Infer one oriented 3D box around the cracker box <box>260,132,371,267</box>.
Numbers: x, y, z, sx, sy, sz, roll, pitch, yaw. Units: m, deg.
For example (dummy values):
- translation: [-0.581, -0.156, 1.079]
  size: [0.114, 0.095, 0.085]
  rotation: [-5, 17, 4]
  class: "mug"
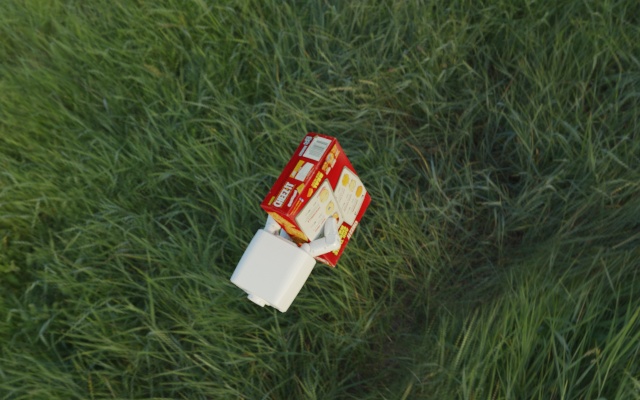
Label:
- translation: [0.000, 0.003, 0.887]
  size: [0.072, 0.164, 0.214]
  rotation: [19, -20, 33]
  class: "cracker box"
